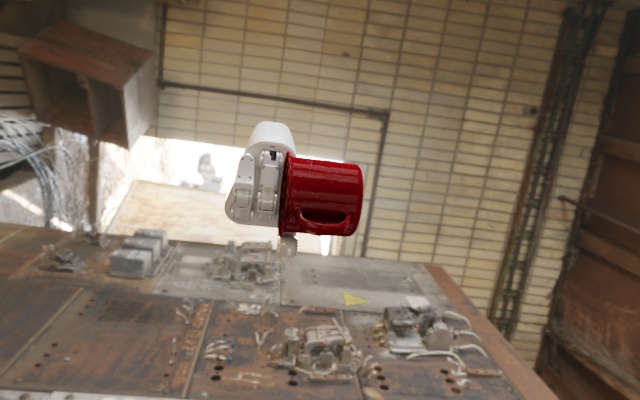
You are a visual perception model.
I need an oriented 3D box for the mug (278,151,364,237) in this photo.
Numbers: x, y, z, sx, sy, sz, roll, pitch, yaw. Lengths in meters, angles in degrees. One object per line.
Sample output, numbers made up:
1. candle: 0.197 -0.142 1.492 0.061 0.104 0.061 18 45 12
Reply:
1. mug: 0.000 0.002 0.512 0.081 0.093 0.117 6 26 -8
